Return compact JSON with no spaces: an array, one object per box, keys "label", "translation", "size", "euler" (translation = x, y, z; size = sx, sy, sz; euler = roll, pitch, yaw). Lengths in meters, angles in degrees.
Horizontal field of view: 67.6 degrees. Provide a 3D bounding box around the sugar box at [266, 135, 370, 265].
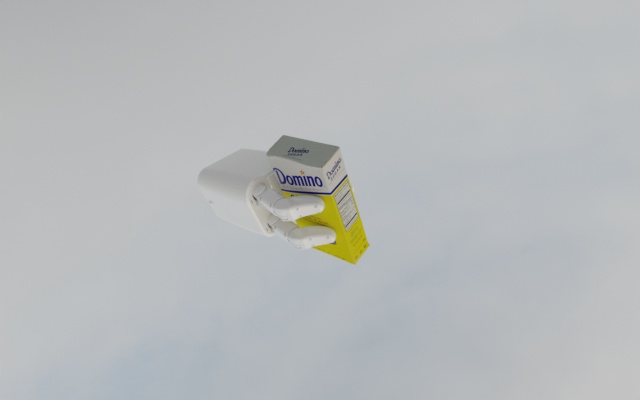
[{"label":"sugar box","translation":[0.000,0.002,0.622],"size":[0.093,0.048,0.176],"euler":[16,-35,36]}]
